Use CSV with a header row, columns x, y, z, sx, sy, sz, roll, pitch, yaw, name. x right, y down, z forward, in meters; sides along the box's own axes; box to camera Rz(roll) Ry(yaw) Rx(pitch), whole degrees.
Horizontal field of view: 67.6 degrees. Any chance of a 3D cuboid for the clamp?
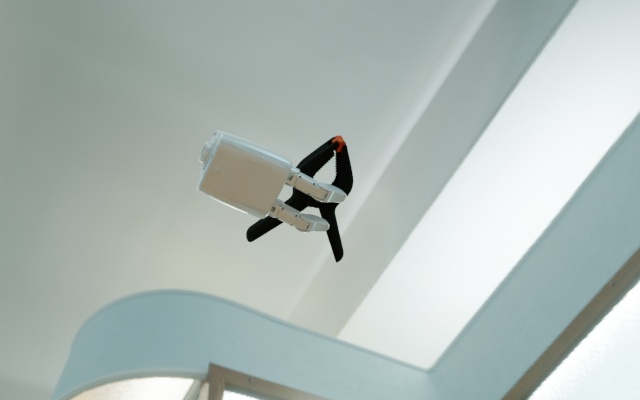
x,y,z,sx,sy,sz,roll,pitch,yaw,name
0.000,0.002,0.738,0.164,0.210,0.036,22,21,-22,clamp
